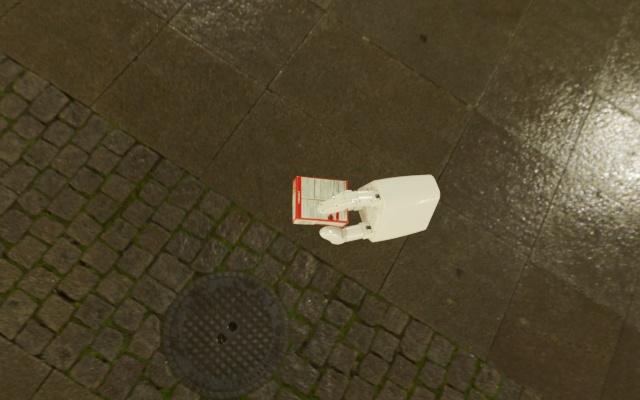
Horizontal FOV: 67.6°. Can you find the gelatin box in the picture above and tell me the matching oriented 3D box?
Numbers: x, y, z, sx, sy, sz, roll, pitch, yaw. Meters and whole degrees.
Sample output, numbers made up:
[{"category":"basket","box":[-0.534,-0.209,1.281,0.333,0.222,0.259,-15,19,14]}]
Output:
[{"category":"gelatin box","box":[0.000,0.002,0.774,0.089,0.073,0.030,5,-19,-17]}]
